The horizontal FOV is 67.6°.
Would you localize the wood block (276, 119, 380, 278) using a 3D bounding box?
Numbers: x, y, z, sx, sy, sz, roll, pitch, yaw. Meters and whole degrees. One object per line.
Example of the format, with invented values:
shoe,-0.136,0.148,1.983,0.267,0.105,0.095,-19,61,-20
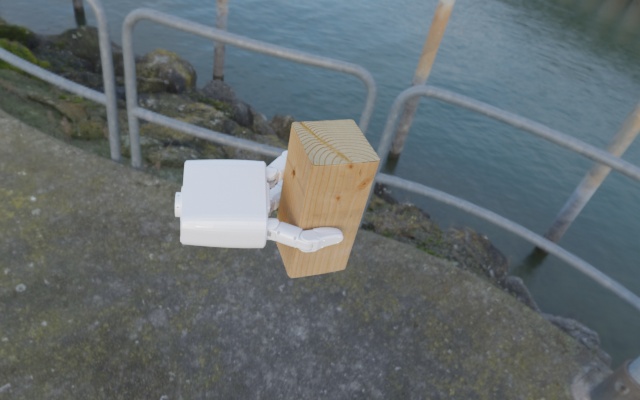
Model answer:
wood block,0.000,0.002,0.655,0.090,0.206,0.090,-6,45,-21
